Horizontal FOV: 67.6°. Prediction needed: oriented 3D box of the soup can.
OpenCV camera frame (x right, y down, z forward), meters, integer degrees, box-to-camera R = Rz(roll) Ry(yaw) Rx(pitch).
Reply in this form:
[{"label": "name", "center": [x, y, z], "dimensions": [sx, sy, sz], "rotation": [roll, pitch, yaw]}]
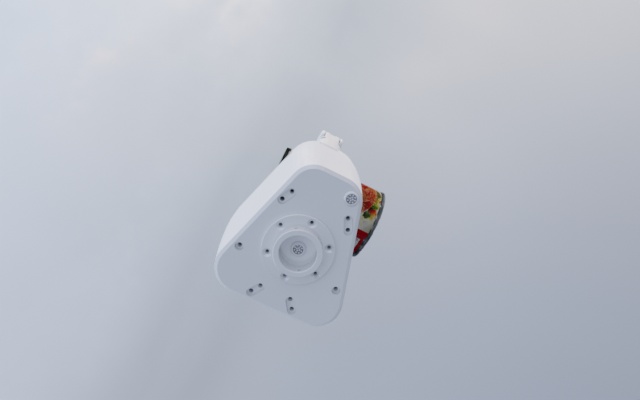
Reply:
[{"label": "soup can", "center": [0.000, 0.001, 0.451], "dimensions": [0.102, 0.068, 0.068], "rotation": [26, -3, -7]}]
